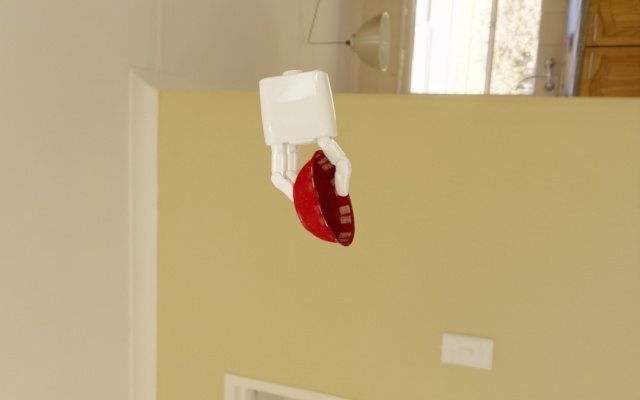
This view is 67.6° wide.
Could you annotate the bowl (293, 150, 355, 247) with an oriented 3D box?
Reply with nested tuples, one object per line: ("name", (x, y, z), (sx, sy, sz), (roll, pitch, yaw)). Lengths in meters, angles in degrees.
("bowl", (0.000, 0.004, 0.773), (0.055, 0.162, 0.162), (-18, -6, 20))
